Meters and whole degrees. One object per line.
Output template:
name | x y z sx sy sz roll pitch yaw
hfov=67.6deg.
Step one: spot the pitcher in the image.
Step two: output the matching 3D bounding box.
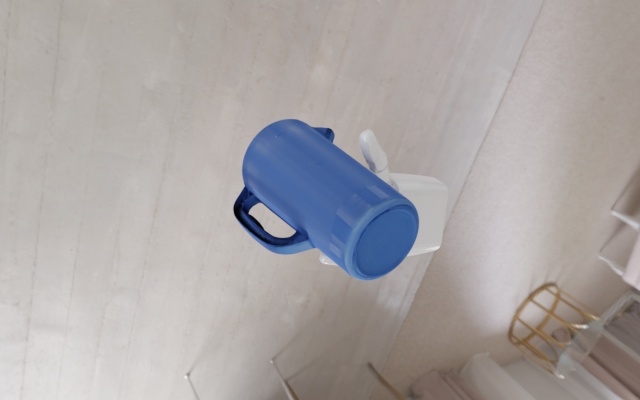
pitcher | 0.000 0.002 0.612 0.145 0.149 0.242 2 25 -38
